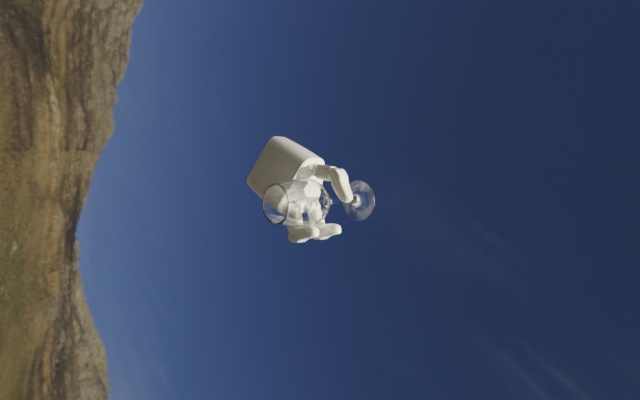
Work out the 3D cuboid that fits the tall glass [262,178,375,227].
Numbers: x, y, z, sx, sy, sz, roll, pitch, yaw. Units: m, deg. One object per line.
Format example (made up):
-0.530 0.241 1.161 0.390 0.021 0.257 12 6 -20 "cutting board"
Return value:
0.001 0.003 0.793 0.079 0.079 0.201 0 2 44 "tall glass"
